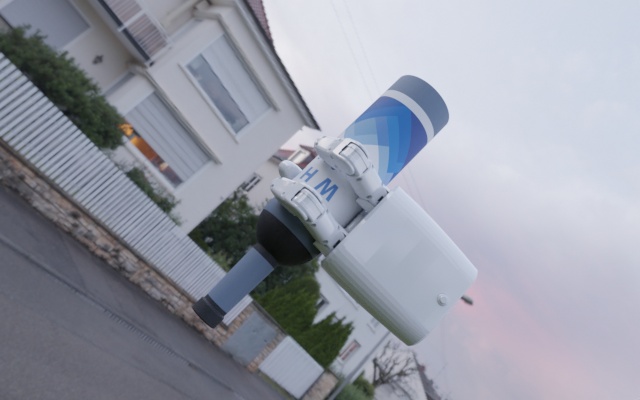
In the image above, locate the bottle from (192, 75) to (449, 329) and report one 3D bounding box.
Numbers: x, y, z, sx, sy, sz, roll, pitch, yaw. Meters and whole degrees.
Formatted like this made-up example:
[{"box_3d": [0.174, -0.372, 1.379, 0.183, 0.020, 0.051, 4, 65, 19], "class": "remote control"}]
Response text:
[{"box_3d": [0.000, 0.001, 0.446, 0.295, 0.069, 0.069, -44, 12, -13], "class": "bottle"}]
